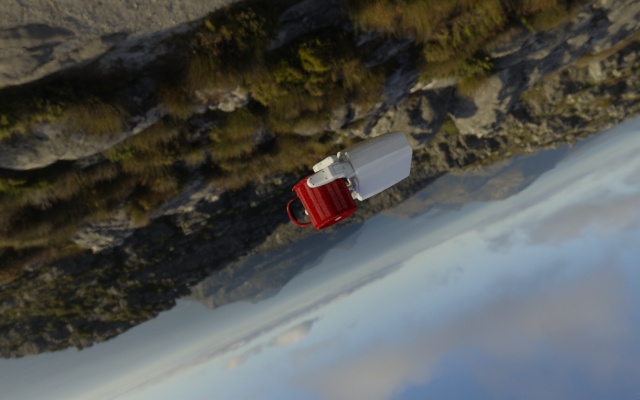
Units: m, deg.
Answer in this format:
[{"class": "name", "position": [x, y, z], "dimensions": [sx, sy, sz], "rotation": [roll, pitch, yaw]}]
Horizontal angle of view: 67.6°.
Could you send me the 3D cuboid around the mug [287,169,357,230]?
[{"class": "mug", "position": [-0.001, 0.003, 0.818], "dimensions": [0.117, 0.081, 0.093], "rotation": [-27, -10, -3]}]
